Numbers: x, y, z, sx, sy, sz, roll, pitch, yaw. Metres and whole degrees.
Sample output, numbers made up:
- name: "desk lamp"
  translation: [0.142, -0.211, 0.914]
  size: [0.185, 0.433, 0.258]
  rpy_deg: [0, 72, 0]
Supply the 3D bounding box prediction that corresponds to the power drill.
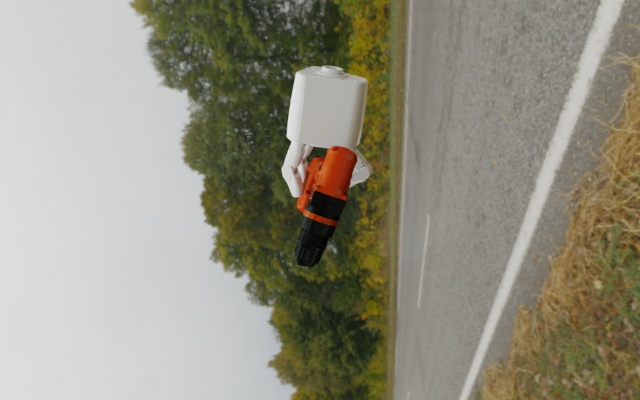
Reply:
- name: "power drill"
  translation: [0.000, 0.002, 0.756]
  size: [0.057, 0.184, 0.187]
  rpy_deg: [20, 5, -9]
